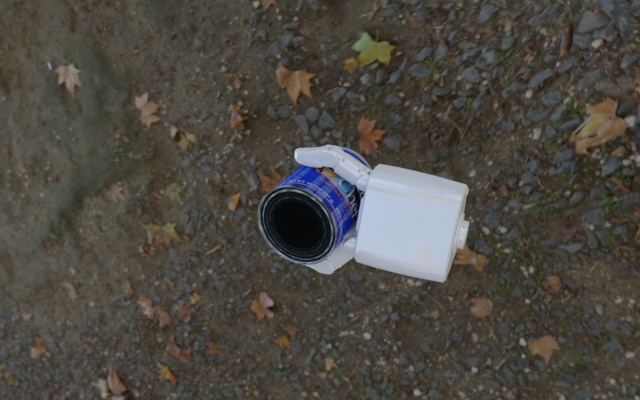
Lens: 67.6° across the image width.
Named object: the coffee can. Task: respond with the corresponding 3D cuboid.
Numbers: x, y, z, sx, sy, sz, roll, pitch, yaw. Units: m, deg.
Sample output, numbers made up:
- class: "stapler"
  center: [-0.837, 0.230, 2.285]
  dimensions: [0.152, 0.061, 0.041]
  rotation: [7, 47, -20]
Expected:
- class: "coffee can"
  center: [0.000, 0.002, 0.603]
  dimensions: [0.103, 0.103, 0.140]
  rotation: [0, 24, 27]
